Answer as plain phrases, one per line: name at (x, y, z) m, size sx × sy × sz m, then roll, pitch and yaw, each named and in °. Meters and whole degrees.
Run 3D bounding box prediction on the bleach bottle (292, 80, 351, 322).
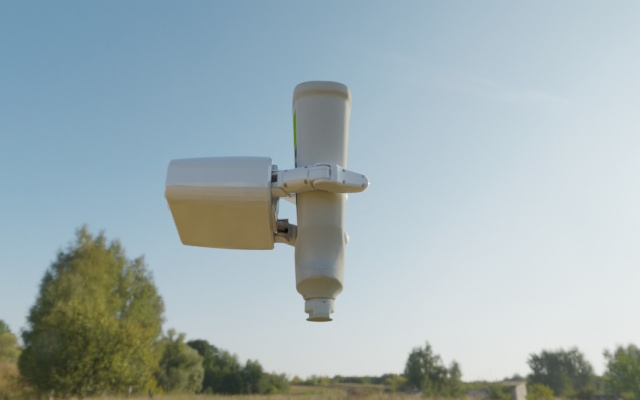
bleach bottle at (0.000, 0.002, 0.521) m, size 0.068 × 0.250 × 0.103 m, roll 1°, pitch -23°, yaw -1°
